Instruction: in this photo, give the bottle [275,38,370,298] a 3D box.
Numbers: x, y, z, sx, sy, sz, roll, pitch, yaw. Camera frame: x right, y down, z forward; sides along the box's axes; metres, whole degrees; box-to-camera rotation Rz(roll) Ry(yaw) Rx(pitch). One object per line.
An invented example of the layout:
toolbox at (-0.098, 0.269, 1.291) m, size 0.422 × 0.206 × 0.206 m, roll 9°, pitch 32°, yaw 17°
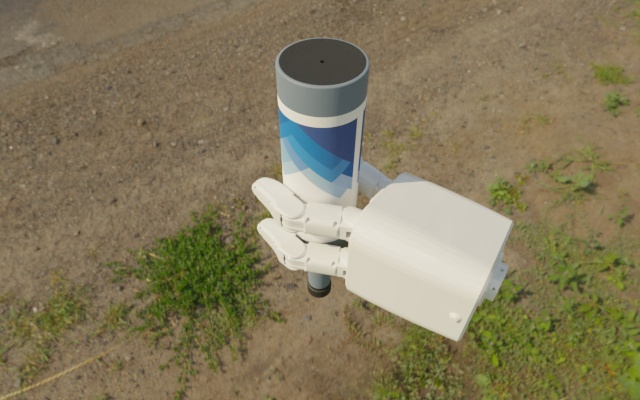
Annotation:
bottle at (0.000, 0.001, 0.444) m, size 0.069 × 0.069 × 0.296 m, roll 0°, pitch -43°, yaw -1°
